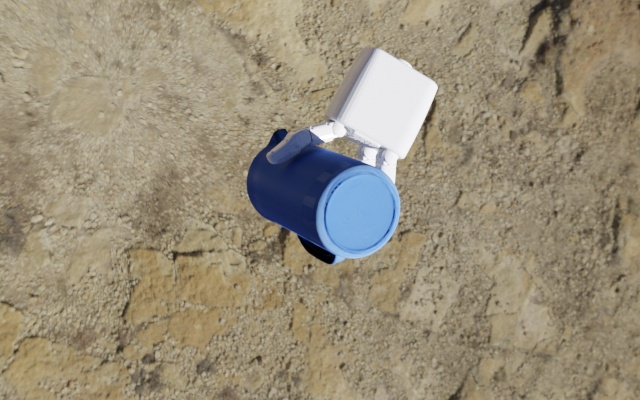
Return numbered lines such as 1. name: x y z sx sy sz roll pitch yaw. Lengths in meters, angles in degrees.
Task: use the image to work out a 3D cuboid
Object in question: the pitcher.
1. pitcher: 0.000 0.002 0.631 0.149 0.145 0.242 31 -2 -26
